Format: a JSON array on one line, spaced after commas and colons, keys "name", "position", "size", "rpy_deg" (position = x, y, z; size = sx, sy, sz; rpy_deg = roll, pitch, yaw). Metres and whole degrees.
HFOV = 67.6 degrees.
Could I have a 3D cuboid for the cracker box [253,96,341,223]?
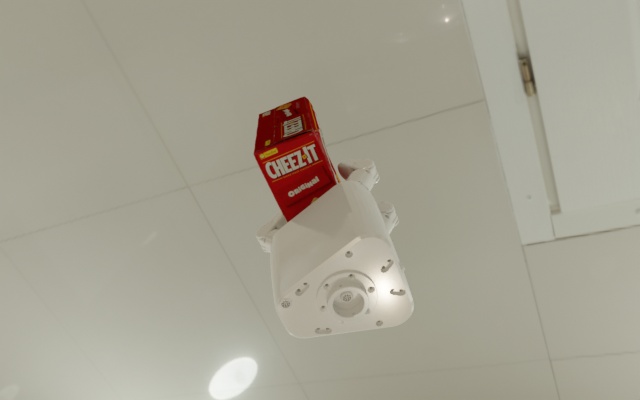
[{"name": "cracker box", "position": [0.000, 0.002, 0.554], "size": [0.072, 0.214, 0.164], "rpy_deg": [-22, 24, 4]}]
